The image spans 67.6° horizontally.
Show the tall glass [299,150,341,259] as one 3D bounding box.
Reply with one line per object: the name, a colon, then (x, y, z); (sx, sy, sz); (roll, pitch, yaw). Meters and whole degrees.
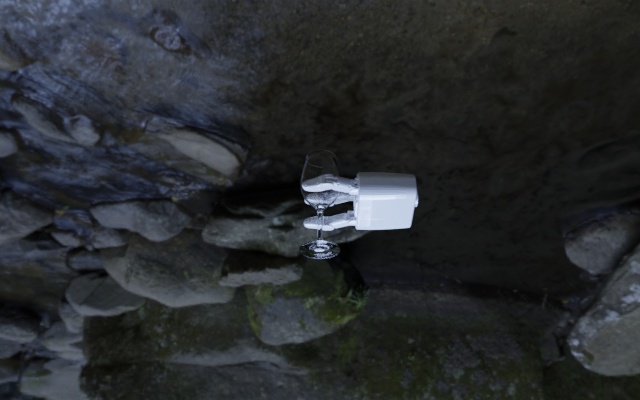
tall glass: (0.000, 0.004, 0.898); (0.079, 0.201, 0.079); (0, -30, 0)
